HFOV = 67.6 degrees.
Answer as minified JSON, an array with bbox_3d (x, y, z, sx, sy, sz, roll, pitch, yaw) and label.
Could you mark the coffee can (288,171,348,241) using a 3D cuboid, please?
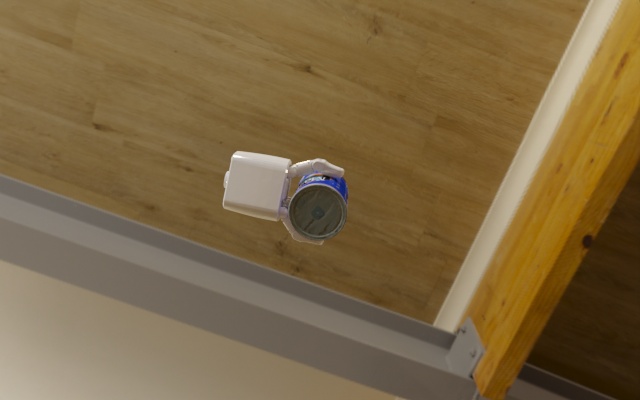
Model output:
[{"bbox_3d":[0.000,0.003,0.890,0.103,0.103,0.140,0,16,4],"label":"coffee can"}]
